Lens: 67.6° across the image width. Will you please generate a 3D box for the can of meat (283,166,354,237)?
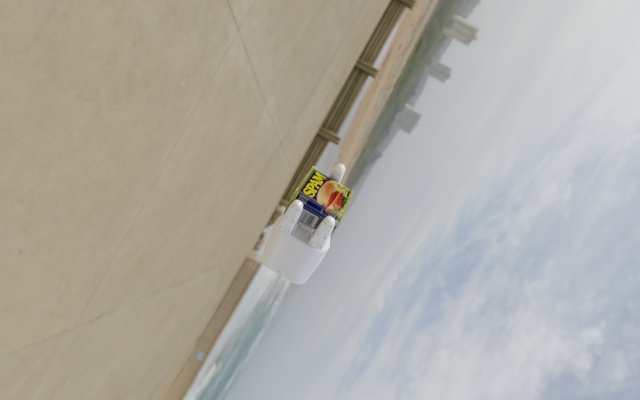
[{"bbox_3d":[0.000,0.003,0.776,0.084,0.057,0.102,30,37,1],"label":"can of meat"}]
